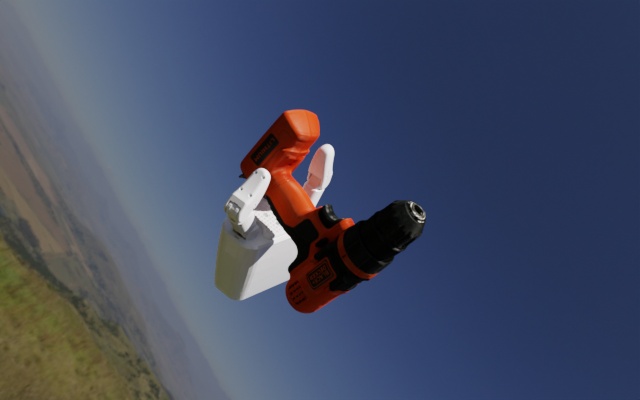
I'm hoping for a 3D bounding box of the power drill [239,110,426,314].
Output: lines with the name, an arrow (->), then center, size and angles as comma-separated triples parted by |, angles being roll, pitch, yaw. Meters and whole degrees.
power drill -> 0.000, 0.001, 0.490 | 0.057, 0.187, 0.184 | -2, -32, -49
